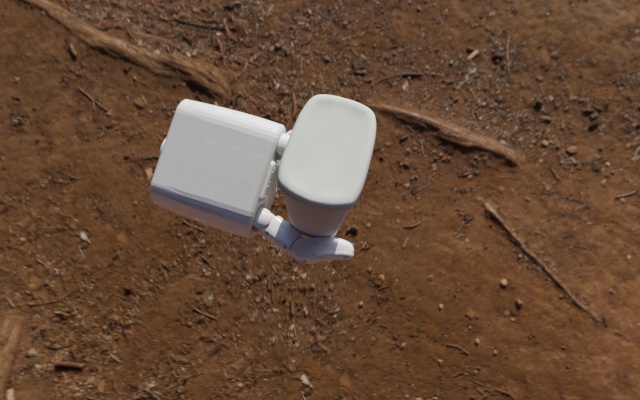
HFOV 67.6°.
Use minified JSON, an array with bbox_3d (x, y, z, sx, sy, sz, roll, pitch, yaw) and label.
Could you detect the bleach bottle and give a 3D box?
[{"bbox_3d":[0.000,0.002,0.488,0.068,0.102,0.251,17,-21,3],"label":"bleach bottle"}]
